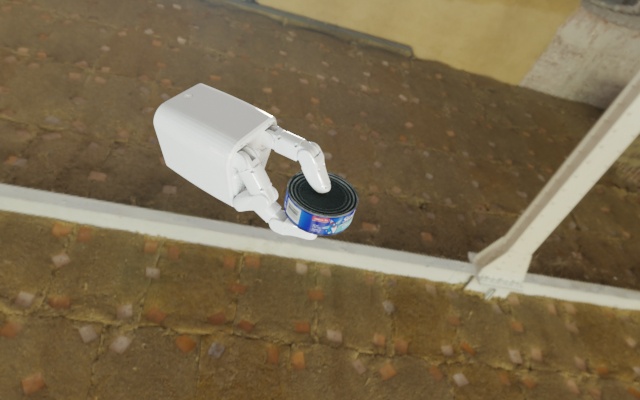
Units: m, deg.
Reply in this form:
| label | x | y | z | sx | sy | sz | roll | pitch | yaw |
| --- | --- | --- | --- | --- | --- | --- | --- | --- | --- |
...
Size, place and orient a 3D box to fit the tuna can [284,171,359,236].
| label | x | y | z | sx | sy | sz | roll | pitch | yaw |
| --- | --- | --- | --- | --- | --- | --- | --- | --- | --- |
| tuna can | 0.000 | 0.002 | 0.569 | 0.086 | 0.034 | 0.086 | 9 | 38 | -8 |
